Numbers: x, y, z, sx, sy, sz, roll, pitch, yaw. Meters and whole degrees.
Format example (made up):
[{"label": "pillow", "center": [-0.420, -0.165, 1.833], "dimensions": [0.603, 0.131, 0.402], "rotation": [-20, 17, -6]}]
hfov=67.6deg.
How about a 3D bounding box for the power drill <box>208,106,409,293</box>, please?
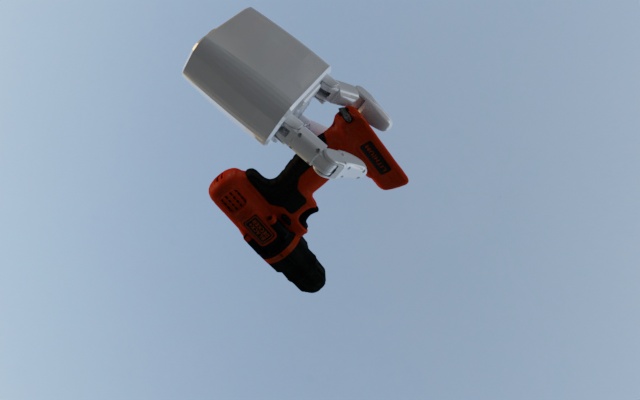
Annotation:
[{"label": "power drill", "center": [0.000, 0.001, 0.531], "dimensions": [0.187, 0.184, 0.057], "rotation": [-36, 26, 7]}]
